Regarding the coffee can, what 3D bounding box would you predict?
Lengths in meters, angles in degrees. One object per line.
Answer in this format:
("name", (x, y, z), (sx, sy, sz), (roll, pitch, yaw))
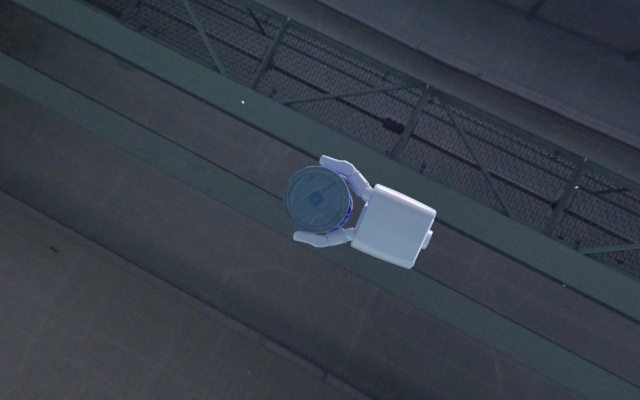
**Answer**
("coffee can", (0.000, 0.003, 0.795), (0.103, 0.103, 0.140), (0, -4, 6))
